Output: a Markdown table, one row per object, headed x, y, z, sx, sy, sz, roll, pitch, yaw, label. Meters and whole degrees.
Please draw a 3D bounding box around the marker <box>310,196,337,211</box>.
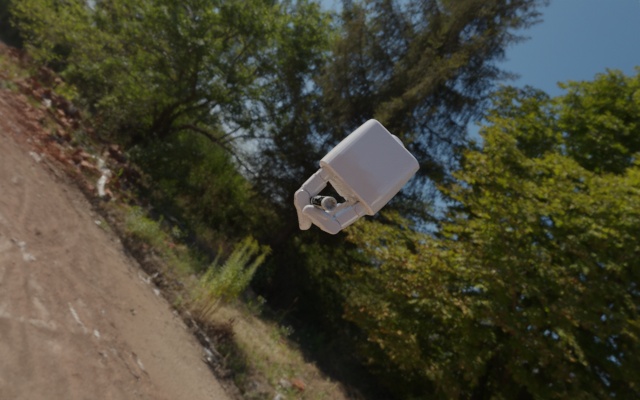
| x | y | z | sx | sy | sz | roll | pitch | yaw | label |
| --- | --- | --- | --- | --- | --- | --- | --- | --- | --- |
| 0.000 | 0.002 | 0.685 | 0.020 | 0.020 | 0.121 | 0 | 2 | -12 | marker |
